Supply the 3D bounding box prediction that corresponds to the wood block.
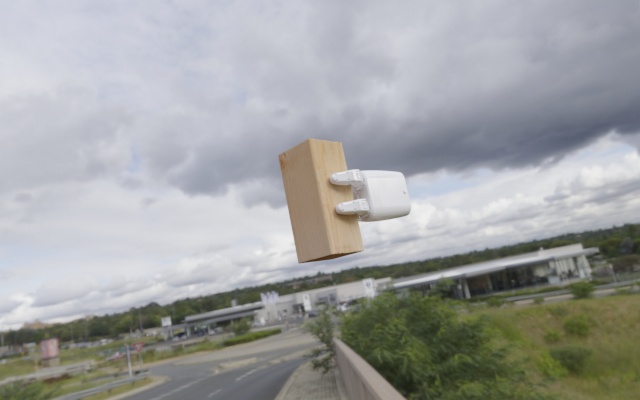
[{"bbox_3d":[0.000,0.003,0.873,0.090,0.206,0.091,0,-16,-45],"label":"wood block"}]
